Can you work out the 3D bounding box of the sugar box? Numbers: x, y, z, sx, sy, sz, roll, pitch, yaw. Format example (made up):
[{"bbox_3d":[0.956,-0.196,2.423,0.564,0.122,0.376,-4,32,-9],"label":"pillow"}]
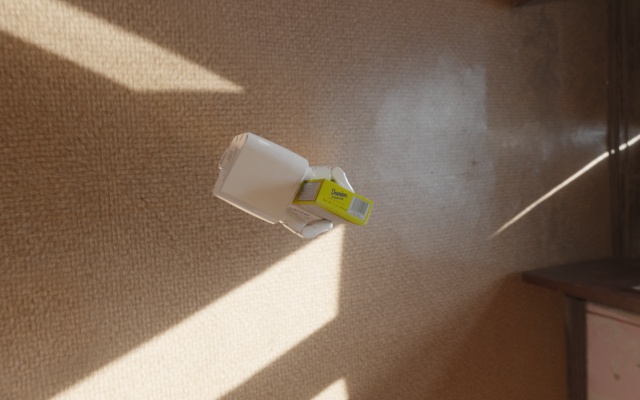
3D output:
[{"bbox_3d":[0.000,0.002,0.776,0.093,0.048,0.176,26,-8,-23],"label":"sugar box"}]
